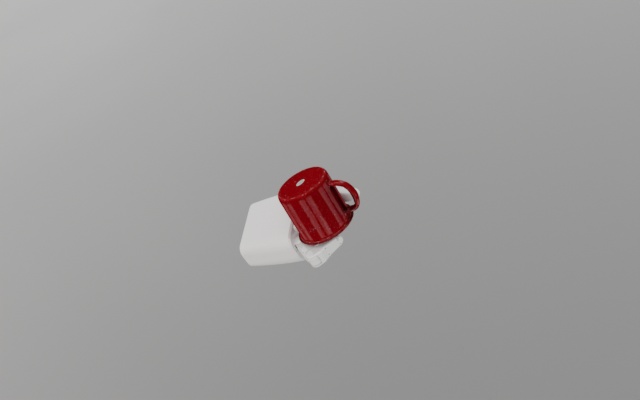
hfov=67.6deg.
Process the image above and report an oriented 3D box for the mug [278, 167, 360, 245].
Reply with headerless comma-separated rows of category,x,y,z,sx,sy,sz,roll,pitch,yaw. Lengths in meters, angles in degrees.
mug,0.001,0.002,0.694,0.117,0.081,0.093,-13,32,30
